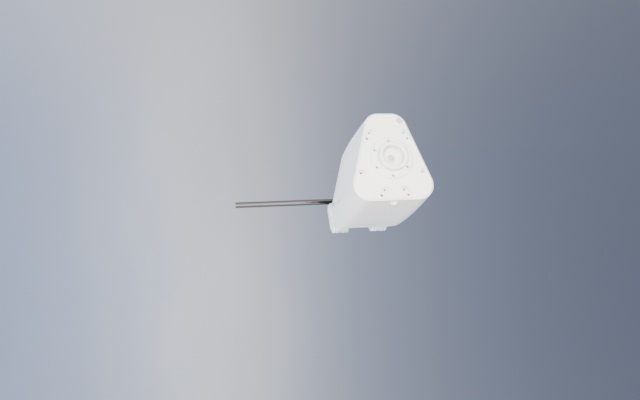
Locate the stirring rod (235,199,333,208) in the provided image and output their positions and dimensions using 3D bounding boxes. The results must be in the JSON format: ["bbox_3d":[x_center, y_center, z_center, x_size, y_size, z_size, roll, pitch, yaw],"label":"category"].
[{"bbox_3d":[0.000,0.002,0.685,0.239,0.011,0.011,-2,0,-11],"label":"stirring rod"}]
